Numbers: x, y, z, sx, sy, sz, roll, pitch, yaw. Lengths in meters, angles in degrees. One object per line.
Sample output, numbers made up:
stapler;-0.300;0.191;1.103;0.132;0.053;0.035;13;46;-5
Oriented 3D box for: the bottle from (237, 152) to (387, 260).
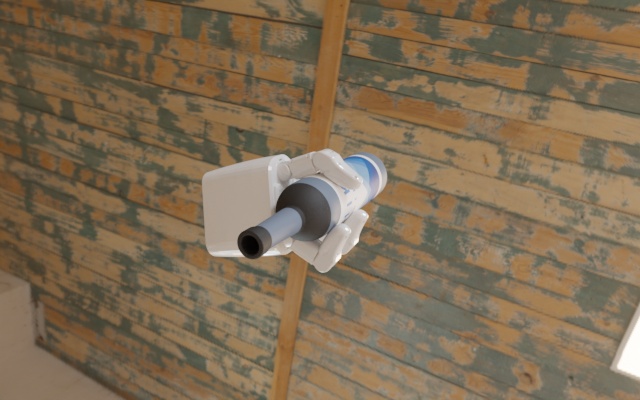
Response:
bottle;0.000;0.002;0.545;0.069;0.069;0.295;0;15;26
